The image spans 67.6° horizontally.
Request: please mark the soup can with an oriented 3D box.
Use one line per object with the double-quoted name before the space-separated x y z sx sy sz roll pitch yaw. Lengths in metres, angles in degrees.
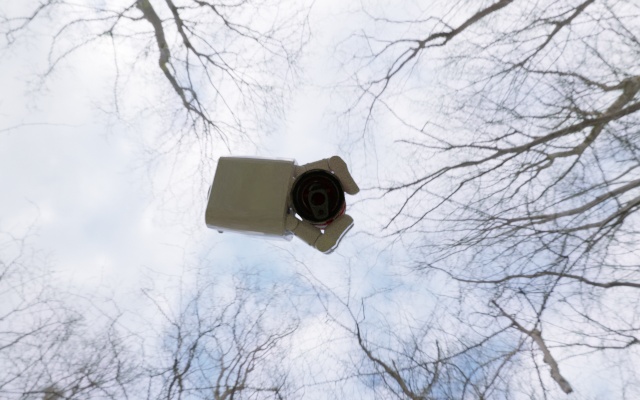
"soup can" 0.001 0.002 0.635 0.068 0.068 0.102 0 -9 5
